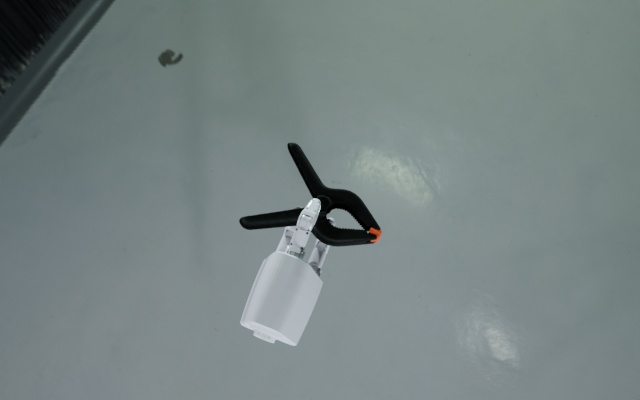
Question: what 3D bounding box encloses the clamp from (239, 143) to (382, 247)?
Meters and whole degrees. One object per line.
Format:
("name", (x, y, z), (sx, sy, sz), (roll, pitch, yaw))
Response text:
("clamp", (0.001, 0.003, 0.745), (0.210, 0.164, 0.036), (19, -22, 7))
